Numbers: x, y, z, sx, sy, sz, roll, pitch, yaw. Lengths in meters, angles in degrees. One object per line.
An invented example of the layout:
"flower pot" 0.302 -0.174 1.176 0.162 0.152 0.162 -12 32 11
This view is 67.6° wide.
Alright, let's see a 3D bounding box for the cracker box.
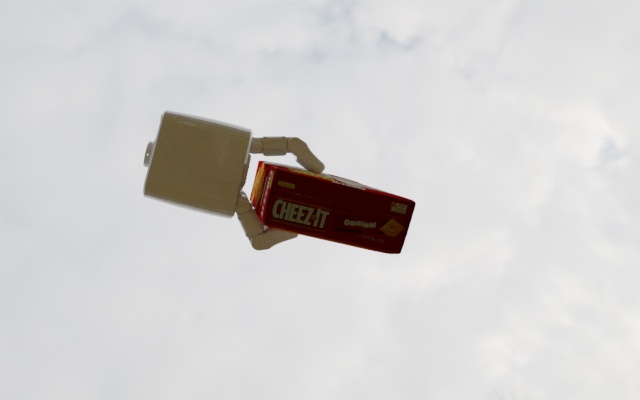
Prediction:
"cracker box" 0.000 0.002 0.614 0.164 0.072 0.213 13 5 -13
